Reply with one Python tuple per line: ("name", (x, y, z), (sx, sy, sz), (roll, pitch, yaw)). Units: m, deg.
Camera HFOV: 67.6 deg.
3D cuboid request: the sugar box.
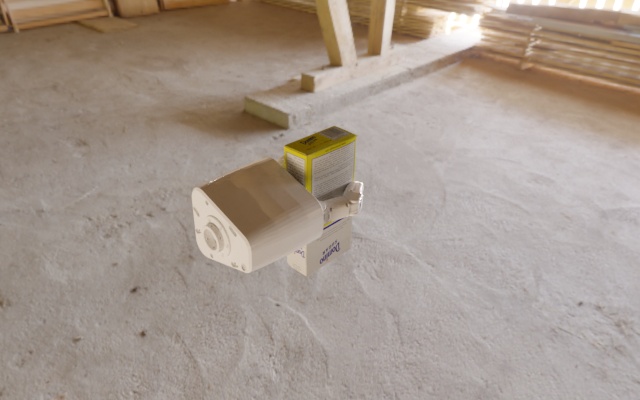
("sugar box", (0.000, 0.002, 0.615), (0.048, 0.176, 0.093), (29, 39, 35))
